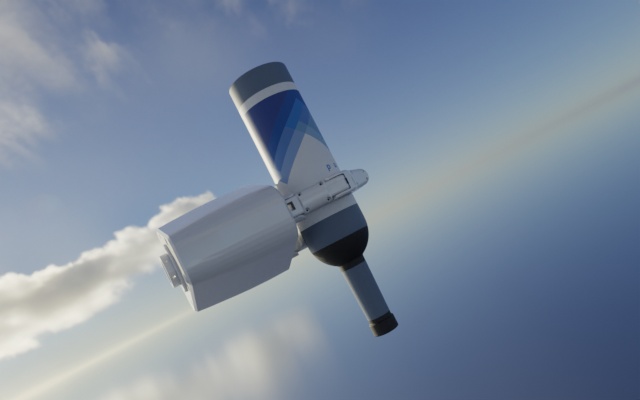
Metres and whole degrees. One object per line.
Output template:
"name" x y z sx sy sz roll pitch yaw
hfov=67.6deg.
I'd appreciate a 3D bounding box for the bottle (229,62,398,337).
"bottle" 0.000 0.001 0.496 0.069 0.295 0.069 -27 -5 -2
